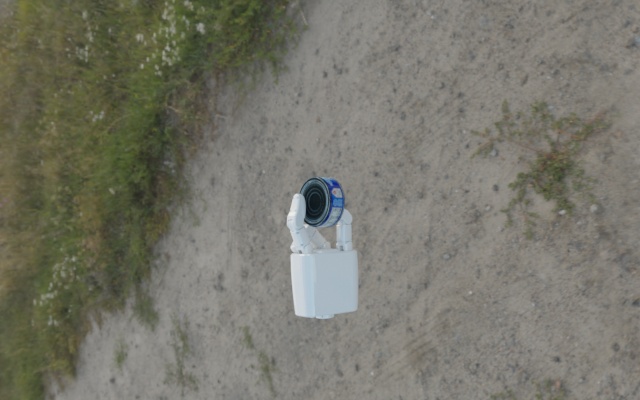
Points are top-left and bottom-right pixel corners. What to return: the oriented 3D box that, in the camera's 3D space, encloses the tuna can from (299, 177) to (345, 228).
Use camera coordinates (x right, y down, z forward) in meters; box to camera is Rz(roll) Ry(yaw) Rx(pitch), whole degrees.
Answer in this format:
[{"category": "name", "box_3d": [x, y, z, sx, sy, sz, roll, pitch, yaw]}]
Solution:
[{"category": "tuna can", "box_3d": [0.000, 0.003, 0.806, 0.034, 0.086, 0.086, 3, -2, -41]}]
